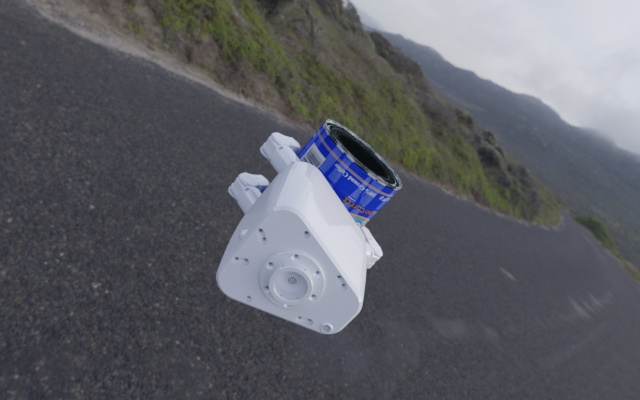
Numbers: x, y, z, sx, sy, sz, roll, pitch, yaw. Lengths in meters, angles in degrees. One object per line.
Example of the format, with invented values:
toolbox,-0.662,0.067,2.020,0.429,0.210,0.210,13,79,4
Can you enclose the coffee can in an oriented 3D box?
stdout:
coffee can,0.000,0.002,0.500,0.103,0.140,0.102,36,19,-15
